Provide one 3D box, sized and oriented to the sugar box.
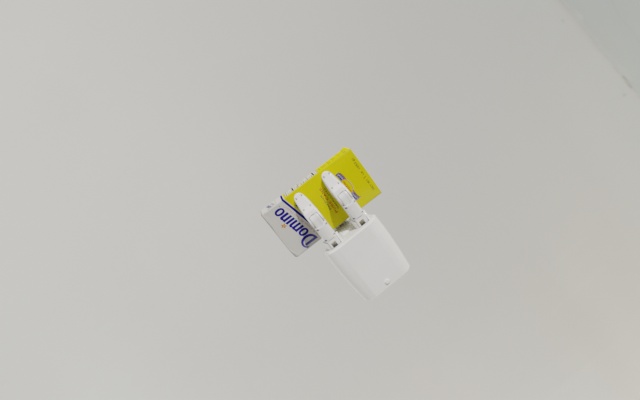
[{"bbox_3d":[0.000,0.003,0.772,0.176,0.093,0.048,-39,14,-3],"label":"sugar box"}]
